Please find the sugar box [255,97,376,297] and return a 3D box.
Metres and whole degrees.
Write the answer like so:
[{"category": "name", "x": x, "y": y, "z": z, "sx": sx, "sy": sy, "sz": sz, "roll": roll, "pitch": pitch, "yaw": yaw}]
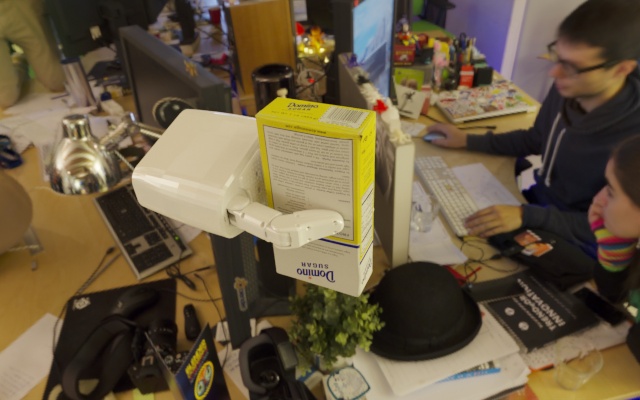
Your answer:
[{"category": "sugar box", "x": 0.000, "y": 0.001, "z": 0.432, "sx": 0.093, "sy": 0.176, "sz": 0.048, "roll": 14, "pitch": 41, "yaw": 21}]
